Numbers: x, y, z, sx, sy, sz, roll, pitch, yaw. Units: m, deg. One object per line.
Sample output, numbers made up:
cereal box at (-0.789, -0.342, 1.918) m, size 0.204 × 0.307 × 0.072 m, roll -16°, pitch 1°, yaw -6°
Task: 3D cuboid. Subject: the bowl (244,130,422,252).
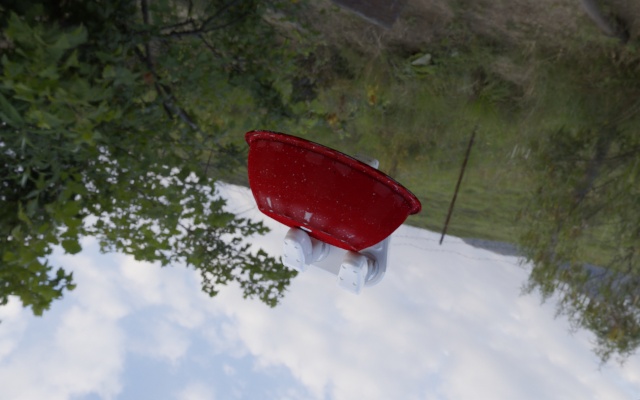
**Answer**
bowl at (-0.001, 0.001, 0.404) m, size 0.162 × 0.055 × 0.162 m, roll 23°, pitch -9°, yaw 4°
